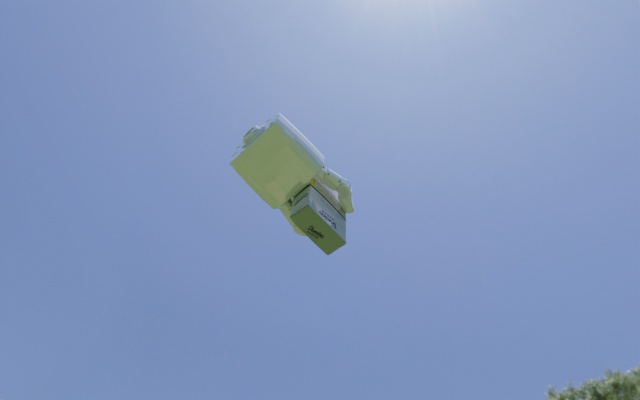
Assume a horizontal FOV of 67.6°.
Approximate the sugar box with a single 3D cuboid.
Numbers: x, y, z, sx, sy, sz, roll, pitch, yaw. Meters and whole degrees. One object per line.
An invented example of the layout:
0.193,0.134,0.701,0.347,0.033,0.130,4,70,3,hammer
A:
0.000,0.003,0.796,0.048,0.093,0.176,-35,22,23,sugar box
